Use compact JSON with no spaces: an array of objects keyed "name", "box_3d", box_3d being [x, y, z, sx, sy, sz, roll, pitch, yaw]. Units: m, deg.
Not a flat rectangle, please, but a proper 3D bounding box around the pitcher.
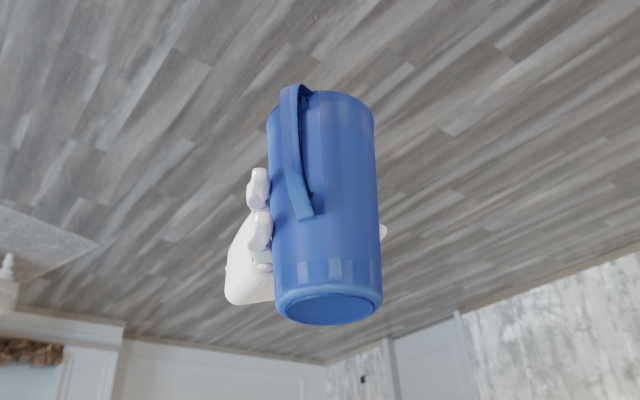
[{"name":"pitcher","box_3d":[0.000,0.002,0.525,0.149,0.242,0.145,13,-35,-24]}]
